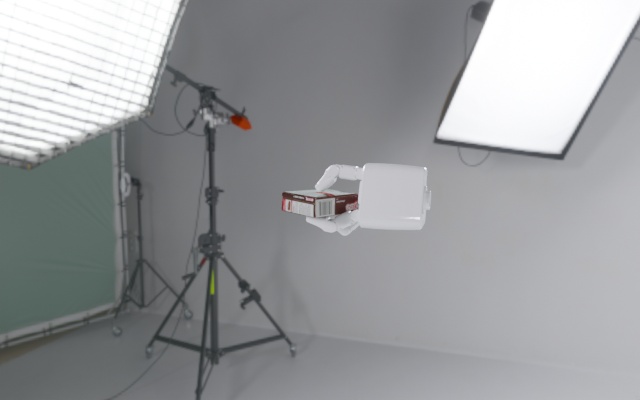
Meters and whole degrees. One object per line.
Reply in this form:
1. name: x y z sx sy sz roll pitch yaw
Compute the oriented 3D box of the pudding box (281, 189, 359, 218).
1. pudding box: 0.000 0.003 0.863 0.113 0.039 0.090 -4 9 -45
